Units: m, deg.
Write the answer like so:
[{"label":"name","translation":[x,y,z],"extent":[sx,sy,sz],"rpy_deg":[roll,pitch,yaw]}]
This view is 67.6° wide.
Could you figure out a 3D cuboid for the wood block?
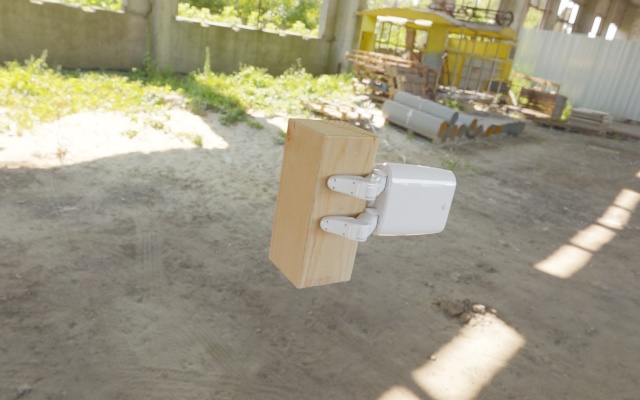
[{"label":"wood block","translation":[0.000,0.002,0.643],"extent":[0.090,0.206,0.090],"rpy_deg":[-3,23,-32]}]
